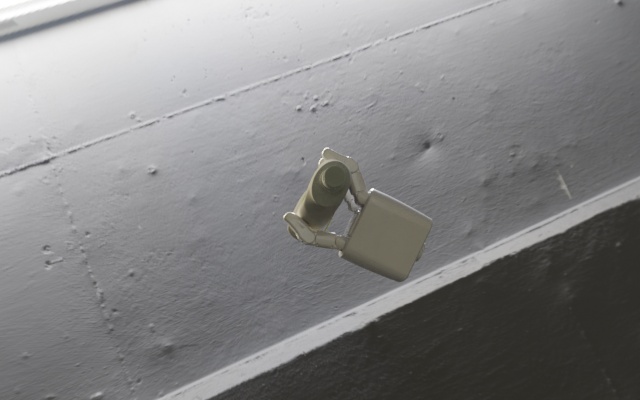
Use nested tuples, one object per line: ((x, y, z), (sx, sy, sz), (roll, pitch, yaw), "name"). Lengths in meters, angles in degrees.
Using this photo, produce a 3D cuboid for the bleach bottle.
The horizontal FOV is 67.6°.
((0.000, 0.002, 0.737), (0.068, 0.102, 0.251), (25, -14, -1), "bleach bottle")
